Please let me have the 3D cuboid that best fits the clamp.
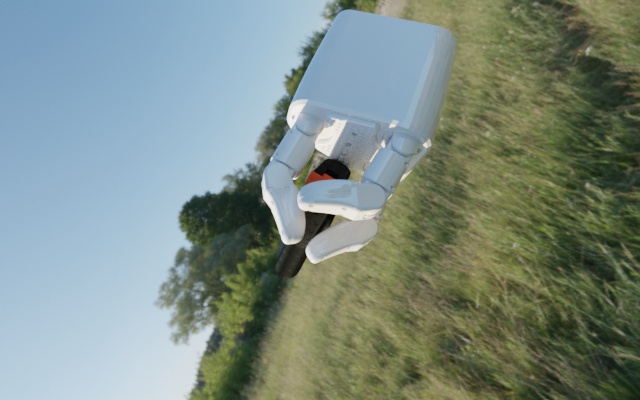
[{"bbox_3d":[-0.001,0.001,0.432,0.039,0.120,0.171,24,-23,-2],"label":"clamp"}]
